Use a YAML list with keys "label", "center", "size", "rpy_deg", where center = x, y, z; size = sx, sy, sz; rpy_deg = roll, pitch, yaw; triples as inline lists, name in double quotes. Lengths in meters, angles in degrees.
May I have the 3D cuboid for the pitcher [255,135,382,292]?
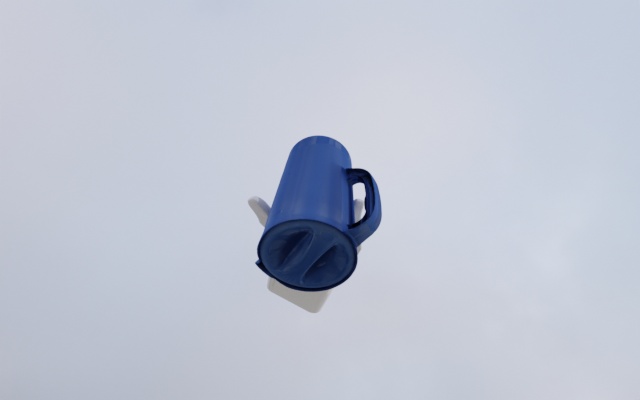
- label: "pitcher"
  center: [0.000, 0.002, 0.712]
  size: [0.149, 0.145, 0.242]
  rpy_deg: [13, 38, -5]
